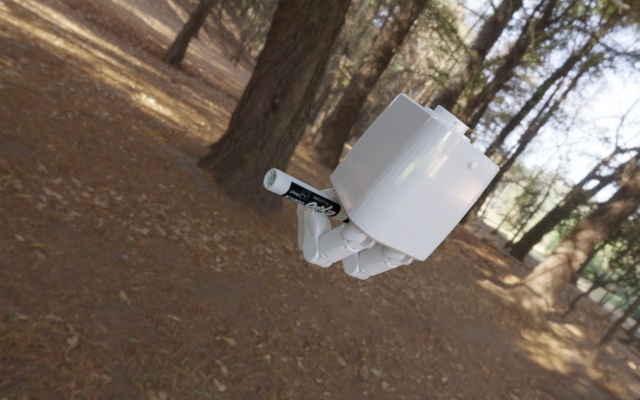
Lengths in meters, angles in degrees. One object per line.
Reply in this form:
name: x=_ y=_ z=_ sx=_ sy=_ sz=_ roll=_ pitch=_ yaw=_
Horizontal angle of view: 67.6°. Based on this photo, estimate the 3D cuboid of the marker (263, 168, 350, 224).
marker: x=0.000 y=0.001 z=0.436 sx=0.121 sy=0.020 sz=0.020 roll=25 pitch=-17 yaw=-40
